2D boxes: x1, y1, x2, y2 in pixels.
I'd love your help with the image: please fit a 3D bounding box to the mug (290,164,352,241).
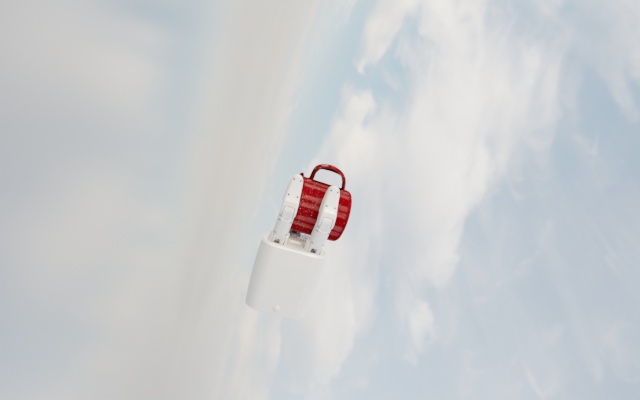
[{"bbox_3d":[0.001,0.001,0.718,0.081,0.117,0.093,17,13,-12],"label":"mug"}]
